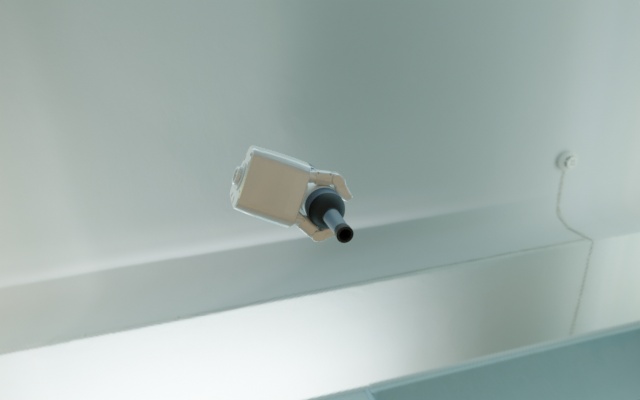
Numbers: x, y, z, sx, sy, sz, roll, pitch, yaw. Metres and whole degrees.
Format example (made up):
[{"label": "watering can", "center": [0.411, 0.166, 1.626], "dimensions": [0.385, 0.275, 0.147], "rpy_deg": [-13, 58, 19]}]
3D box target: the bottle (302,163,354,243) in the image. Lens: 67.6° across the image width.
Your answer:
[{"label": "bottle", "center": [0.000, 0.003, 0.852], "dimensions": [0.069, 0.069, 0.295], "rpy_deg": [0, 20, -16]}]
